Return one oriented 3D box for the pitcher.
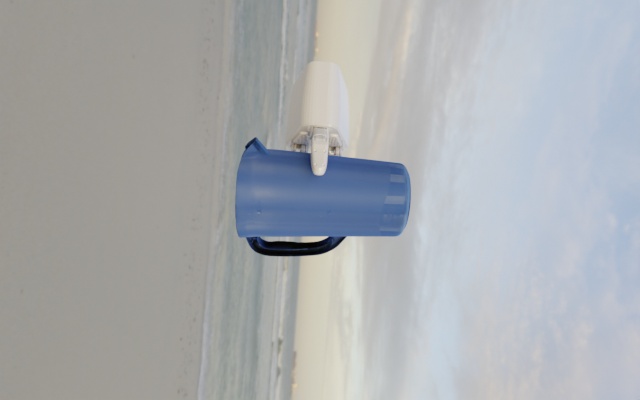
[{"bbox_3d":[0.000,0.002,0.697,0.243,0.145,0.149,3,-17,-2],"label":"pitcher"}]
